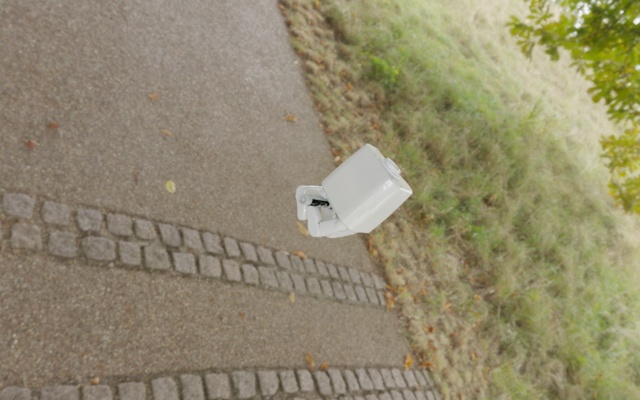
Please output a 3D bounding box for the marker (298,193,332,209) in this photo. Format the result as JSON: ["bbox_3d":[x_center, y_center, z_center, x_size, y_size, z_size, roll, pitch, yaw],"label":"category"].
[{"bbox_3d":[0.000,0.003,0.809,0.020,0.020,0.121,0,-5,28],"label":"marker"}]
